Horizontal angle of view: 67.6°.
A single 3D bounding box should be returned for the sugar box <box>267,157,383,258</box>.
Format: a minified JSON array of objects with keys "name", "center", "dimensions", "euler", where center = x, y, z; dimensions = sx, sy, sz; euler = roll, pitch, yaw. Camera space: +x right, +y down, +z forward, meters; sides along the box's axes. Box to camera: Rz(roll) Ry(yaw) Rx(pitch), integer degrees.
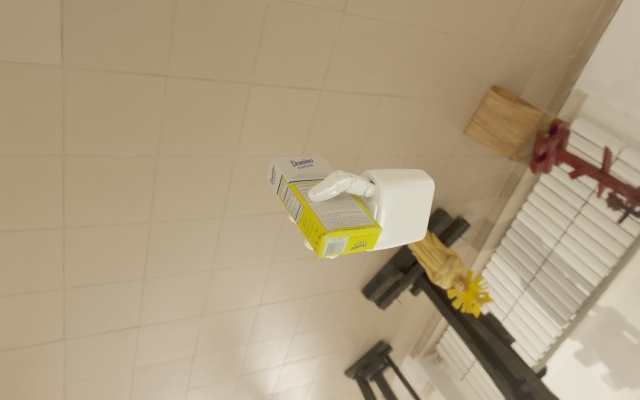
[{"name":"sugar box","center":[0.000,0.003,0.678],"dimensions":[0.093,0.048,0.176],"euler":[-4,37,-31]}]
